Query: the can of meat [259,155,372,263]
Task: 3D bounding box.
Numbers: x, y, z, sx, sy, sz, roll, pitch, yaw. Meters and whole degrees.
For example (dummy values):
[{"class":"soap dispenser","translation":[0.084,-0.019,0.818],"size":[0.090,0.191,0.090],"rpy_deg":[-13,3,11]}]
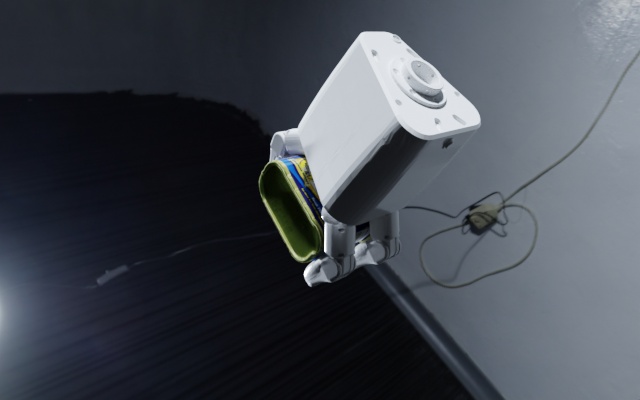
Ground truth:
[{"class":"can of meat","translation":[0.000,0.002,0.457],"size":[0.084,0.102,0.057],"rpy_deg":[-17,-21,-40]}]
